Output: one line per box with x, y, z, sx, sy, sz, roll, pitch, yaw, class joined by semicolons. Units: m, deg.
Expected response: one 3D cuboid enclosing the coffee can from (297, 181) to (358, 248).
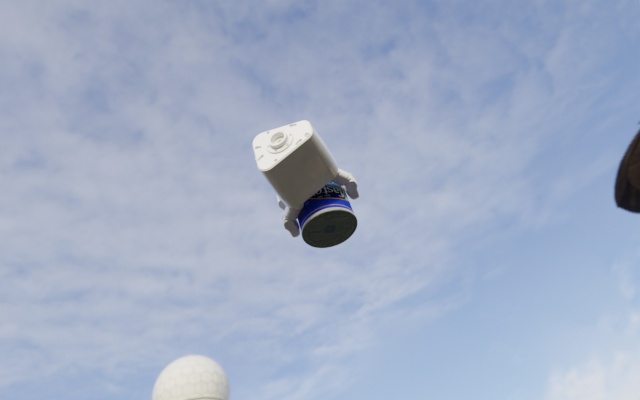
0.000;0.003;0.891;0.103;0.140;0.103;-10;-42;-10;coffee can
